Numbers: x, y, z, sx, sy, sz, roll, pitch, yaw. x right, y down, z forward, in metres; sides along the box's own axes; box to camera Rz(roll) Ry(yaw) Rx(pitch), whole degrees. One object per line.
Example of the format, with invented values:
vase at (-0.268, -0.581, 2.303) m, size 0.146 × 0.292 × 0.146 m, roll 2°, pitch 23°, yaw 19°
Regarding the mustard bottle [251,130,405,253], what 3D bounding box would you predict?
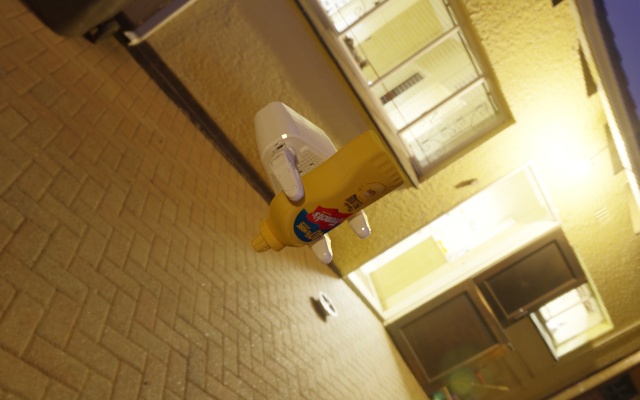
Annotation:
mustard bottle at (0.000, 0.002, 0.553) m, size 0.191 × 0.058 × 0.096 m, roll -34°, pitch -29°, yaw 9°
